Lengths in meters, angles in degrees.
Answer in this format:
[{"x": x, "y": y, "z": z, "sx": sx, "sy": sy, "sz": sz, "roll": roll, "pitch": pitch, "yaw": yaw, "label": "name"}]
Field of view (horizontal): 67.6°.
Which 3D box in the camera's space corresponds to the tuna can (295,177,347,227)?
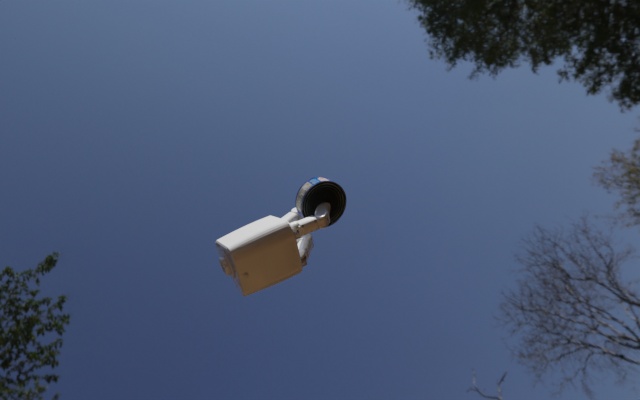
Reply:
[{"x": 0.000, "y": 0.003, "z": 0.836, "sx": 0.086, "sy": 0.086, "sz": 0.033, "roll": 0, "pitch": 18, "yaw": -27, "label": "tuna can"}]
